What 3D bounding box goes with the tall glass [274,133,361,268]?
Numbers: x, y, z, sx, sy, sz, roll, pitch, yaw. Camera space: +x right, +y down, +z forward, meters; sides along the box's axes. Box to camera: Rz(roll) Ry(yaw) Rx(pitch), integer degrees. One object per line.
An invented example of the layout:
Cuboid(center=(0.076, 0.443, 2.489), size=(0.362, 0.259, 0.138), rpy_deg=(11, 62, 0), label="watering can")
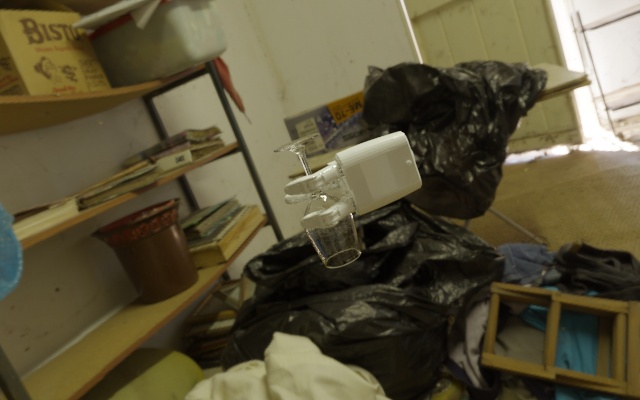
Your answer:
Cuboid(center=(0.000, 0.002, 0.737), size=(0.079, 0.201, 0.079), rpy_deg=(-20, 13, 5), label="tall glass")
